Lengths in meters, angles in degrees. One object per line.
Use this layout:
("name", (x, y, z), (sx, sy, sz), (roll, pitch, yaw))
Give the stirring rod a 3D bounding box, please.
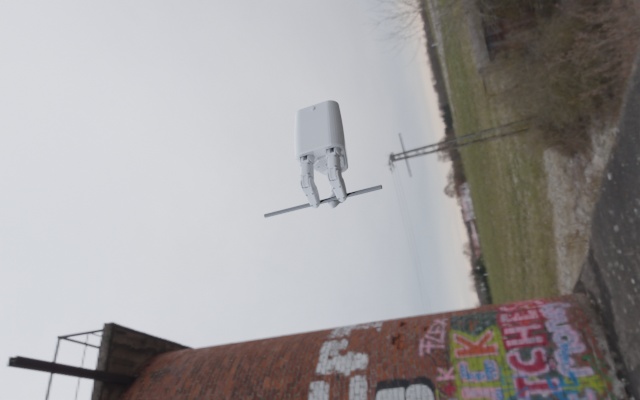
("stirring rod", (0.000, 0.003, 0.896), (0.239, 0.011, 0.011), (-14, -5, 21))
